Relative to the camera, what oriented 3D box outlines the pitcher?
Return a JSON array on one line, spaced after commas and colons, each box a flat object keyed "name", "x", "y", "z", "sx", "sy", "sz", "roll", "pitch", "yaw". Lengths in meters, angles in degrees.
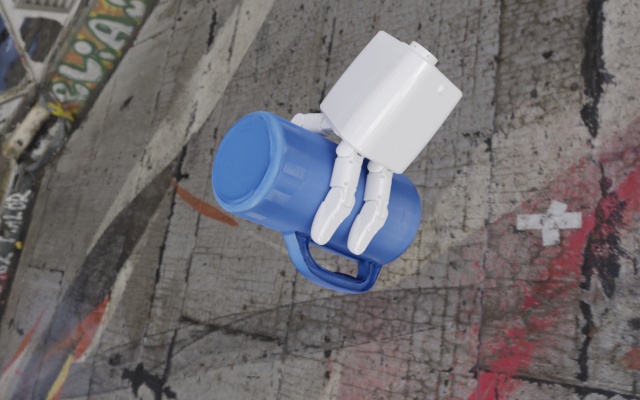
[{"name": "pitcher", "x": 0.000, "y": 0.002, "z": 0.550, "sx": 0.243, "sy": 0.145, "sz": 0.149, "roll": 22, "pitch": 23, "yaw": -45}]
